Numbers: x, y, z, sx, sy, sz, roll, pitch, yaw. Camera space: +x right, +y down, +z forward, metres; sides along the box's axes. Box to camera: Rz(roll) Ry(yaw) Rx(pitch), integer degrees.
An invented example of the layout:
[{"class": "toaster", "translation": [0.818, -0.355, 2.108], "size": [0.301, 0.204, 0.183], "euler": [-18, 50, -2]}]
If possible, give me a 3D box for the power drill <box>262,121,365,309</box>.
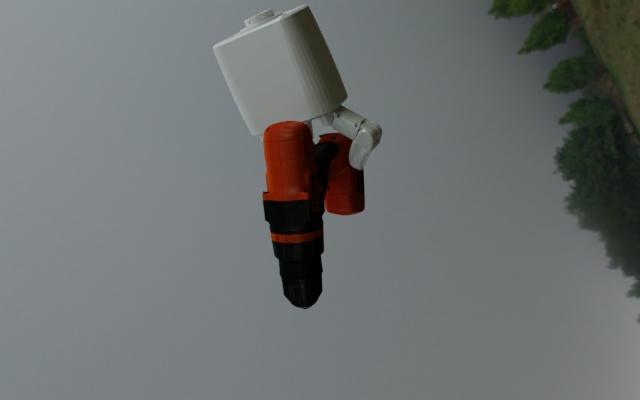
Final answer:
[{"class": "power drill", "translation": [0.000, 0.001, 0.523], "size": [0.057, 0.184, 0.187], "euler": [1, 13, 19]}]
